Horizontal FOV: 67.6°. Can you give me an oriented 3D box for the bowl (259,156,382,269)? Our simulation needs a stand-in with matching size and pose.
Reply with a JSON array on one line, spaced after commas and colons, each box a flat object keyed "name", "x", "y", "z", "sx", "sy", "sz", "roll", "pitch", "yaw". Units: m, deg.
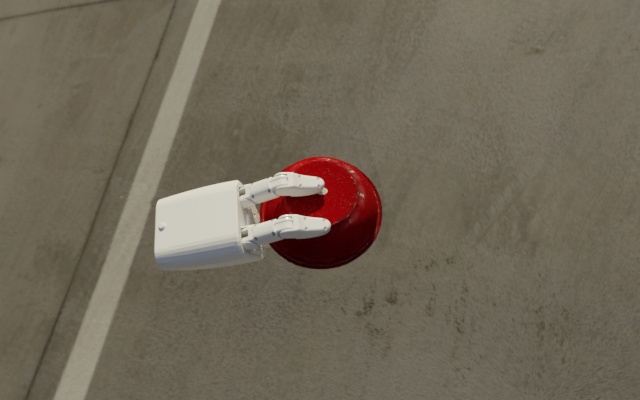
[{"name": "bowl", "x": 0.001, "y": 0.001, "z": 0.602, "sx": 0.162, "sy": 0.162, "sz": 0.055, "roll": 0, "pitch": -27, "yaw": 1}]
